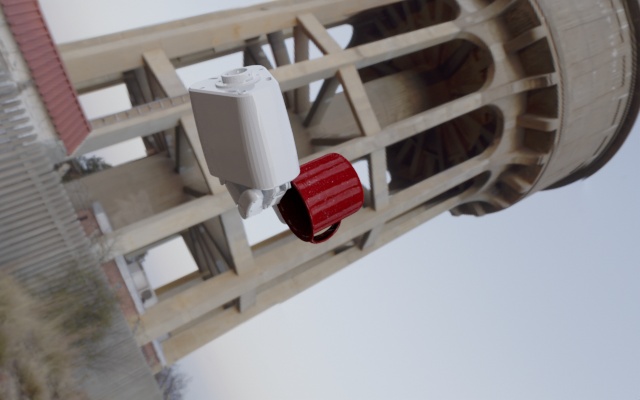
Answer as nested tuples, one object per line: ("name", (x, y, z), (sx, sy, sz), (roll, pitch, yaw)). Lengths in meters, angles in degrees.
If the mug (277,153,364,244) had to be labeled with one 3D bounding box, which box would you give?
("mug", (0.001, 0.003, 0.590), (0.081, 0.117, 0.093), (-26, 36, -24))
